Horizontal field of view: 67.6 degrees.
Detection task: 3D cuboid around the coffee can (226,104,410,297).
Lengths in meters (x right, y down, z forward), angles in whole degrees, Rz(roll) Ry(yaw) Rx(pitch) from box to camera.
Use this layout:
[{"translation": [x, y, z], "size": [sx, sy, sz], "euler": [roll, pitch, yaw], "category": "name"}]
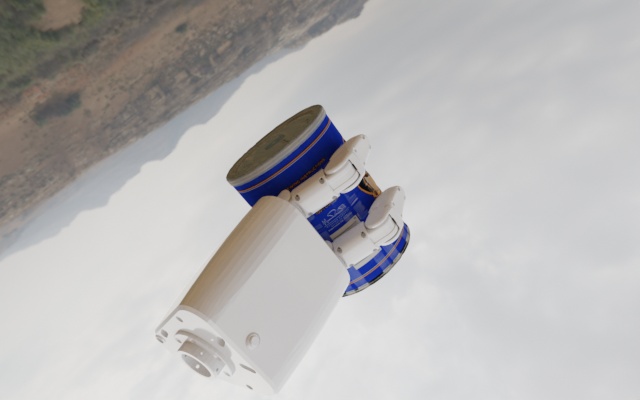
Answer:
[{"translation": [0.000, 0.001, 0.428], "size": [0.103, 0.140, 0.102], "euler": [-33, 20, 14], "category": "coffee can"}]
